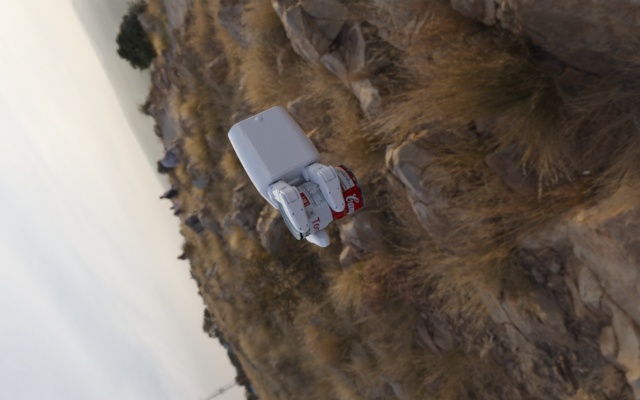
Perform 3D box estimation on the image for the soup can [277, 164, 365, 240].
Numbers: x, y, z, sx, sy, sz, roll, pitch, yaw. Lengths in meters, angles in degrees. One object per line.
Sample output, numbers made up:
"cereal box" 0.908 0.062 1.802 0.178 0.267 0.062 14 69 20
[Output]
"soup can" 0.000 0.003 0.657 0.102 0.068 0.068 -28 8 -16
